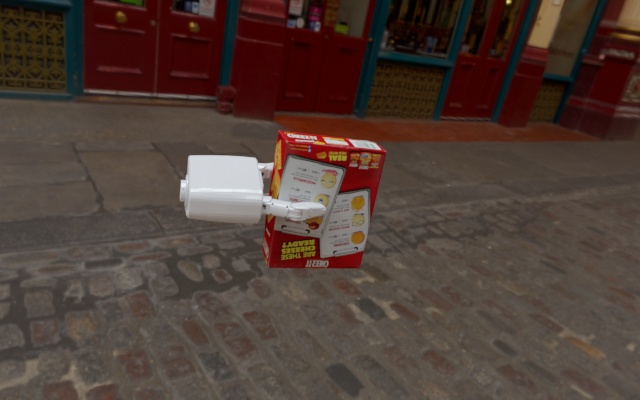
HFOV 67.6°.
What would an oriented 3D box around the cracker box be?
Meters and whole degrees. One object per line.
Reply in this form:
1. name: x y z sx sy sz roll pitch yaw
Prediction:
1. cracker box: 0.000 0.002 0.779 0.164 0.214 0.072 3 23 -18
